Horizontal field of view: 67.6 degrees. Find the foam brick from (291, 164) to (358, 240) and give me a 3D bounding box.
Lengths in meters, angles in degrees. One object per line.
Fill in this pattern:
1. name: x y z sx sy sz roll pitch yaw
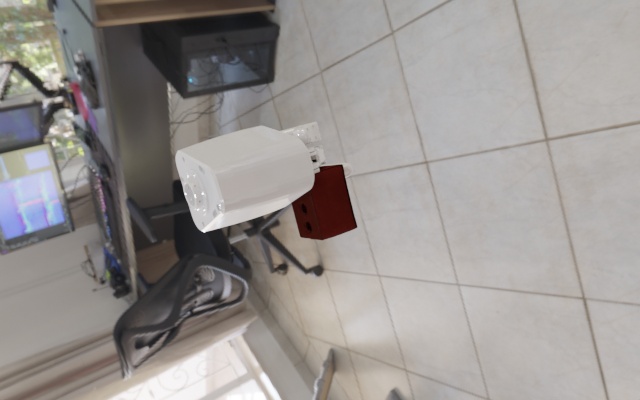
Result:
1. foam brick: 0.000 0.002 0.554 0.051 0.078 0.053 -21 11 -32
